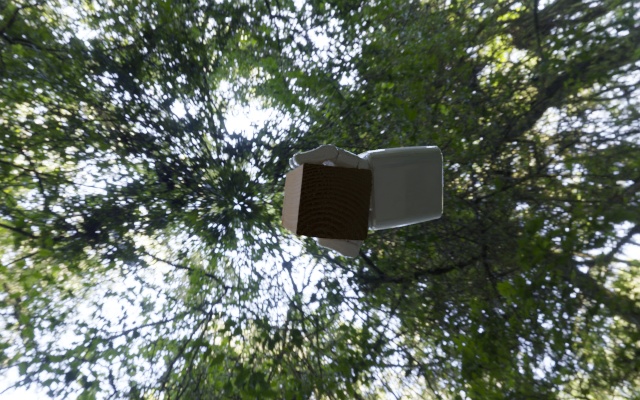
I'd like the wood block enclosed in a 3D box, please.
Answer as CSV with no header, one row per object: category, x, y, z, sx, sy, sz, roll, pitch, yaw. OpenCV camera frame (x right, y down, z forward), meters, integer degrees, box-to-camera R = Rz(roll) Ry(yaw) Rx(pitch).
wood block,0.000,0.003,0.679,0.090,0.091,0.206,5,-1,-9
